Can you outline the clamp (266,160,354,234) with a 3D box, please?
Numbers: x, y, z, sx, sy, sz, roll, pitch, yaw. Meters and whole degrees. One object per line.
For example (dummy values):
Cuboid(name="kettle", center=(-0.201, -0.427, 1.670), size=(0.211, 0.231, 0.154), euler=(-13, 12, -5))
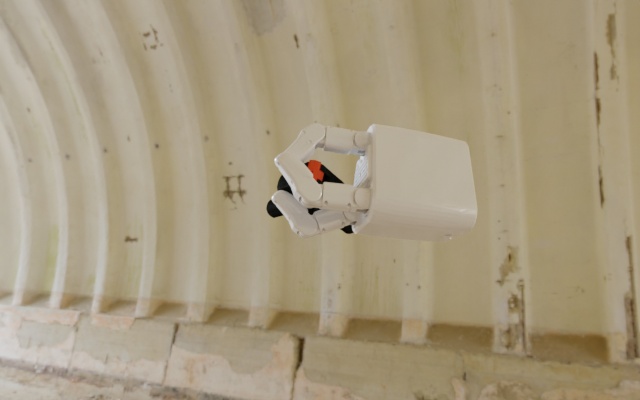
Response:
Cuboid(name="clamp", center=(0.000, 0.001, 0.556), size=(0.120, 0.039, 0.171), euler=(9, -15, -7))
